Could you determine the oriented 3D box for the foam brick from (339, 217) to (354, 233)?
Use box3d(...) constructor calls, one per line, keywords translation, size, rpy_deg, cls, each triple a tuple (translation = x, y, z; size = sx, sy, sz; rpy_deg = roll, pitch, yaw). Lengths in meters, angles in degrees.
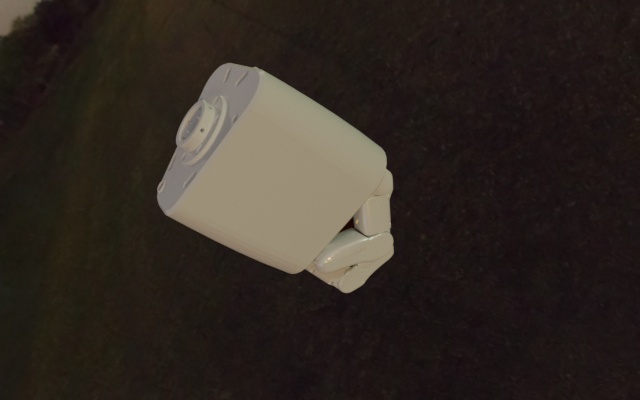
box3d(translation=(0.000, 0.001, 0.408), size=(0.051, 0.053, 0.078), rpy_deg=(29, 2, -35), cls="foam brick")
